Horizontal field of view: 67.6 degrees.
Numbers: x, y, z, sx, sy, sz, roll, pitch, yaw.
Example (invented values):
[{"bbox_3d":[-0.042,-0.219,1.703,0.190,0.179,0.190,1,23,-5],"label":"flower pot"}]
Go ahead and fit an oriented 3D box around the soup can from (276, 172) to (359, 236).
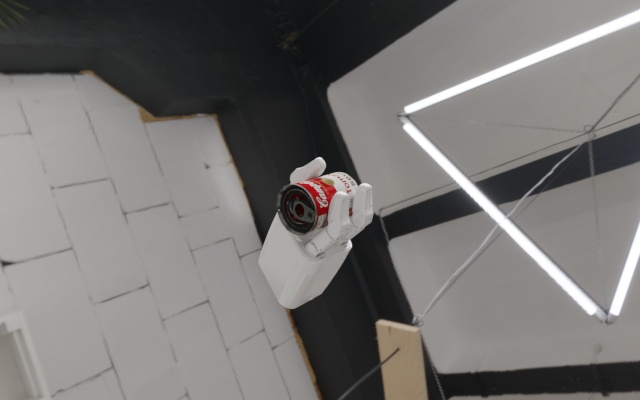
[{"bbox_3d":[0.000,0.002,0.646,0.068,0.068,0.102,0,12,40],"label":"soup can"}]
